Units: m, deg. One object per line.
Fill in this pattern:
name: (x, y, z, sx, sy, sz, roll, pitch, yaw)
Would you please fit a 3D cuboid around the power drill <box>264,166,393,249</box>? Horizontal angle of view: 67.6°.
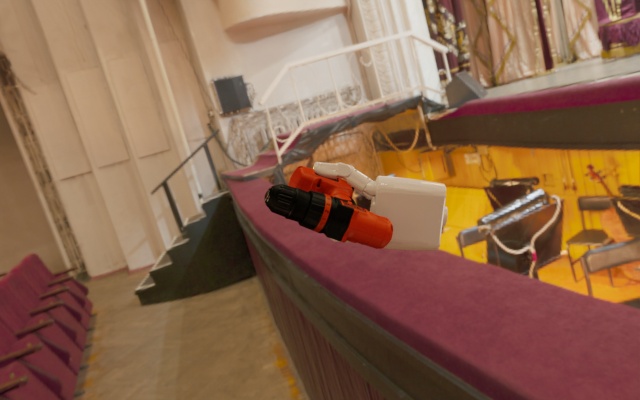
power drill: (0.000, 0.002, 0.707, 0.184, 0.057, 0.187, 21, 13, -16)
